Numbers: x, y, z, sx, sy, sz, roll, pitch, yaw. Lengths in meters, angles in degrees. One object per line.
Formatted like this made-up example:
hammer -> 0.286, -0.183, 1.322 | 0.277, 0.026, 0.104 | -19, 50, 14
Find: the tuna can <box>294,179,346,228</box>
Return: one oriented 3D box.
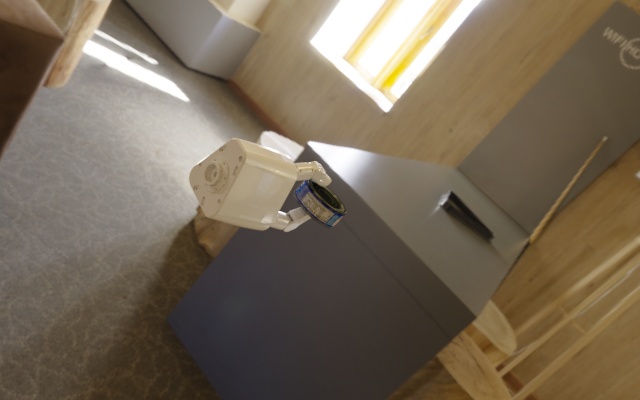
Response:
tuna can -> 0.001, 0.002, 0.762 | 0.086, 0.034, 0.086 | 39, 16, -14
